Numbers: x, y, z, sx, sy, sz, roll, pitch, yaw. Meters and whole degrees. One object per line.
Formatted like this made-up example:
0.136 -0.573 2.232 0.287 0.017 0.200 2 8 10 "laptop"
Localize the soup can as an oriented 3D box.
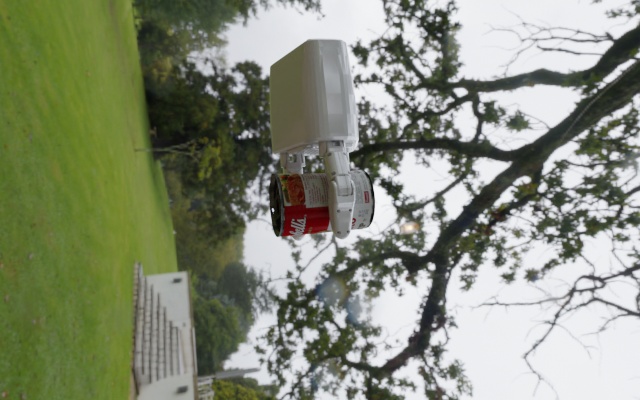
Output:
0.000 0.002 0.518 0.102 0.068 0.068 -4 1 -16 "soup can"
